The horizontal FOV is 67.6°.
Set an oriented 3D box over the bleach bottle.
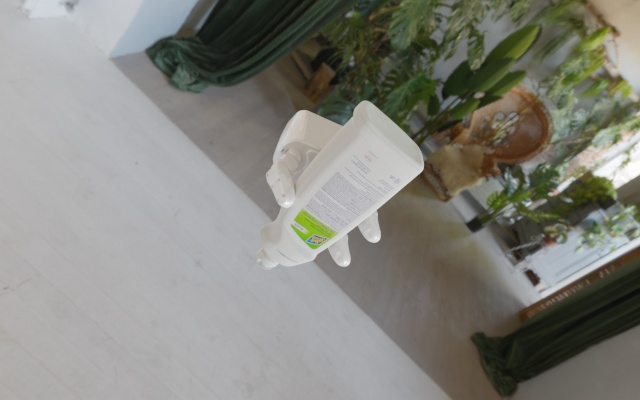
[{"bbox_3d":[0.000,0.002,0.579,0.102,0.251,0.068,38,30,-18],"label":"bleach bottle"}]
